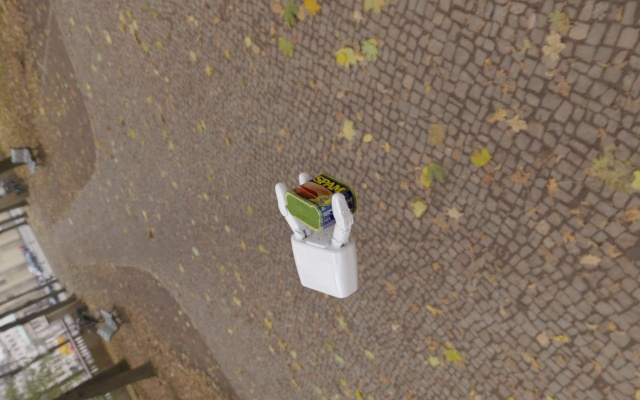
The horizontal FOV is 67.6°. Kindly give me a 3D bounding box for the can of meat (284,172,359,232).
[{"bbox_3d":[0.000,0.003,0.821,0.084,0.057,0.102,-28,38,-31],"label":"can of meat"}]
